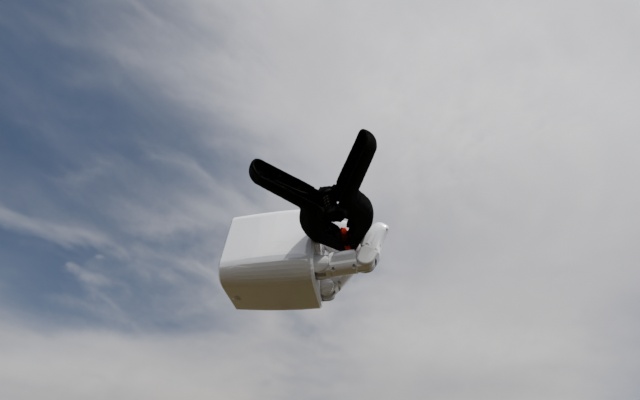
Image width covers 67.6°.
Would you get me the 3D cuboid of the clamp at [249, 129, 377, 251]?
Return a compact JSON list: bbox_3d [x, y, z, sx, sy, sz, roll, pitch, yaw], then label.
[{"bbox_3d":[0.000,0.001,0.489,0.120,0.039,0.172,-4,-42,6],"label":"clamp"}]
